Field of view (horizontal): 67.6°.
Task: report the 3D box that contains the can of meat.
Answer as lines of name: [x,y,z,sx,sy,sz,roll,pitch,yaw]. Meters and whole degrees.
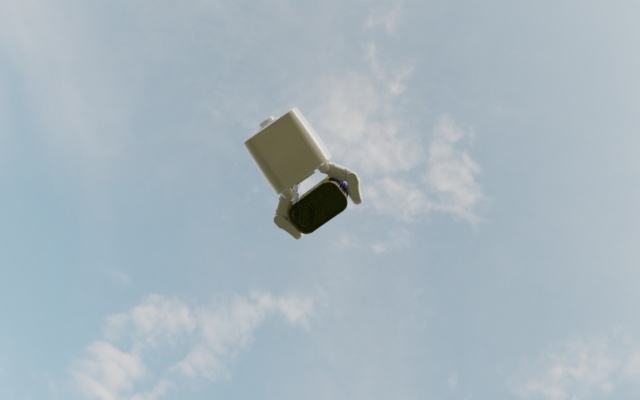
can of meat: [0.000,0.003,0.825,0.102,0.057,0.084,-36,8,15]
